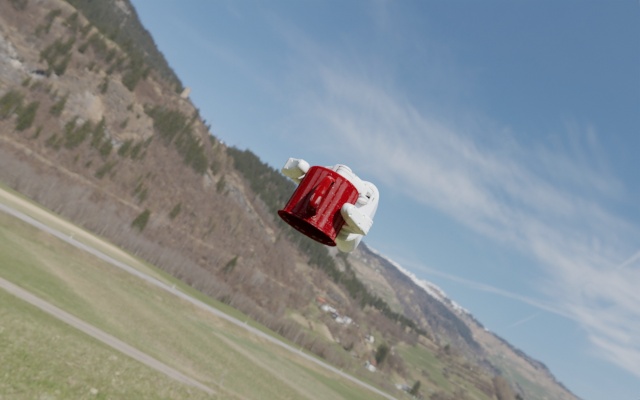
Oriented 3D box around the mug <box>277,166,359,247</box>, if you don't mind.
[{"bbox_3d":[0.000,0.001,0.648,0.093,0.081,0.117,28,-14,11],"label":"mug"}]
